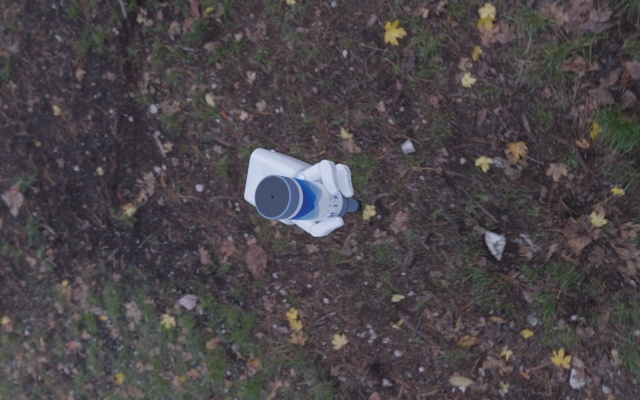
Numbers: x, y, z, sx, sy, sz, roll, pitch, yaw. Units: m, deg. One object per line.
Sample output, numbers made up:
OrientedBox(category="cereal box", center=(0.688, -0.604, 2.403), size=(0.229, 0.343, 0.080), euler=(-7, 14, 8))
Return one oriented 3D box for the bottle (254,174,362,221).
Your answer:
OrientedBox(category="bottle", center=(0.000, 0.003, 0.832), size=(0.069, 0.069, 0.296), euler=(0, -3, 29))
